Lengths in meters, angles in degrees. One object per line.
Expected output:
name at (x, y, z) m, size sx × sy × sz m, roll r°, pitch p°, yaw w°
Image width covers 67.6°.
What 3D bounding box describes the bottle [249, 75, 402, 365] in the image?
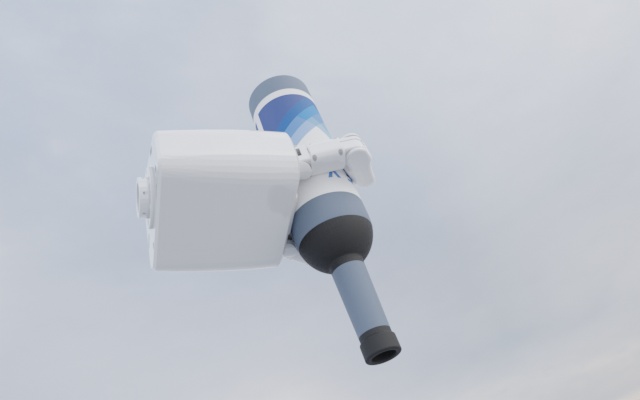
bottle at (0.000, 0.001, 0.423) m, size 0.069 × 0.295 × 0.069 m, roll -14°, pitch -38°, yaw -11°
